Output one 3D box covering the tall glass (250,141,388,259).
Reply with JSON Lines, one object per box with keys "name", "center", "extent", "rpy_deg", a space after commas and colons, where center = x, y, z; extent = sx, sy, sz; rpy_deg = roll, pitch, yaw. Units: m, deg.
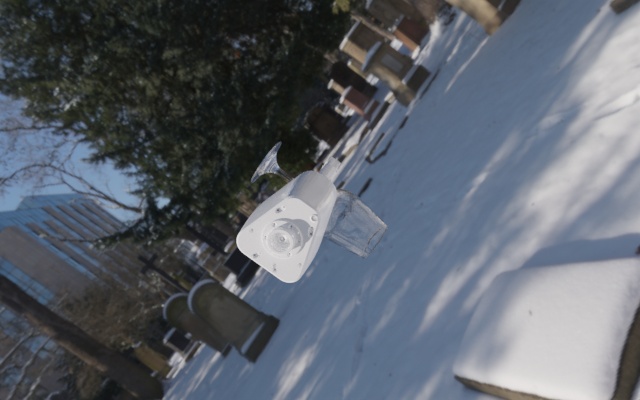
{"name": "tall glass", "center": [0.000, 0.002, 0.700], "extent": [0.201, 0.079, 0.079], "rpy_deg": [36, -2, -2]}
